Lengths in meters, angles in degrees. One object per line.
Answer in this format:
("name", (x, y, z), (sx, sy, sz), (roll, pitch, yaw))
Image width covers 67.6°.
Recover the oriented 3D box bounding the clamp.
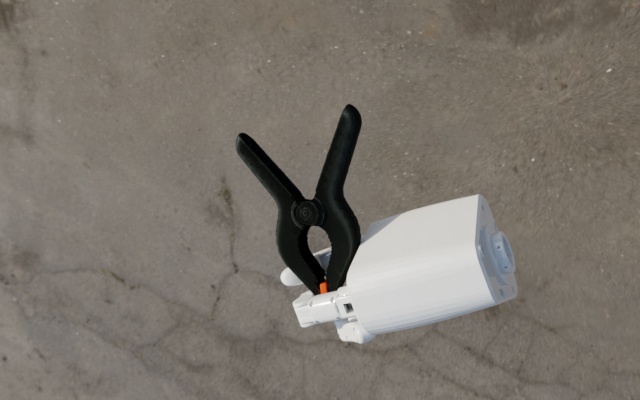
("clamp", (0.000, 0.002, 0.423), (0.120, 0.171, 0.039), (-20, 1, 28))
